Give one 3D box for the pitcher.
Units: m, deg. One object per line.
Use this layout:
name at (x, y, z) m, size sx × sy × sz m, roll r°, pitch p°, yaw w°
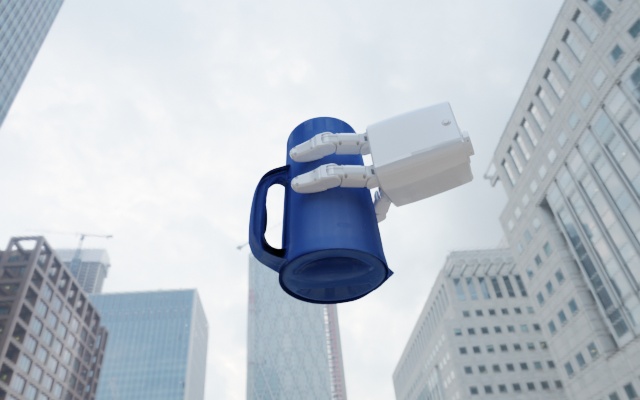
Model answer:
pitcher at (0.000, 0.002, 0.634) m, size 0.145 × 0.242 × 0.149 m, roll -17°, pitch -40°, yaw 15°
